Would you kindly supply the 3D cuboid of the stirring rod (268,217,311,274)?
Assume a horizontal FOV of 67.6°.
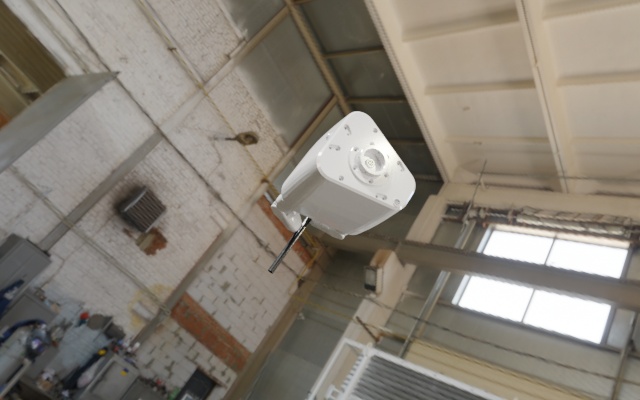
[{"bbox_3d":[0.000,0.002,0.652,0.011,0.239,0.011,28,-28,16],"label":"stirring rod"}]
